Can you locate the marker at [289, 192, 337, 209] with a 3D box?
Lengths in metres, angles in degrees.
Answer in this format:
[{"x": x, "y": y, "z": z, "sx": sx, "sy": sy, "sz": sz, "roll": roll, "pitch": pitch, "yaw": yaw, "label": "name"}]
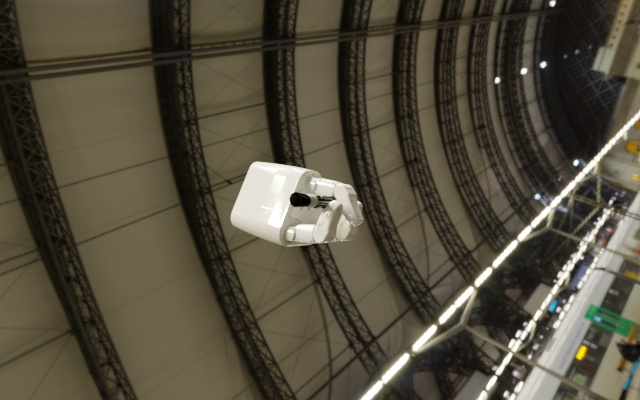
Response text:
[{"x": 0.000, "y": 0.002, "z": 0.628, "sx": 0.020, "sy": 0.020, "sz": 0.121, "roll": 0, "pitch": -3, "yaw": 35, "label": "marker"}]
